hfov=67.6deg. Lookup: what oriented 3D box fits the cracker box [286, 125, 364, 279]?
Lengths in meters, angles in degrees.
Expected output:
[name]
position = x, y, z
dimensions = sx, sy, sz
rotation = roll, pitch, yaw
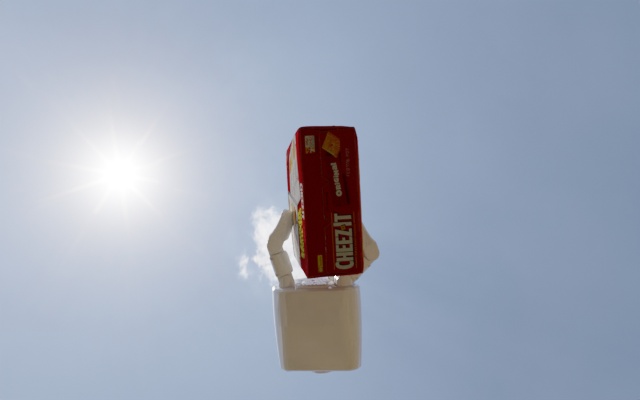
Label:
[cracker box]
position = 0.000, 0.002, 0.613
dimensions = 0.072, 0.164, 0.213
rotation = -4, 0, -8
